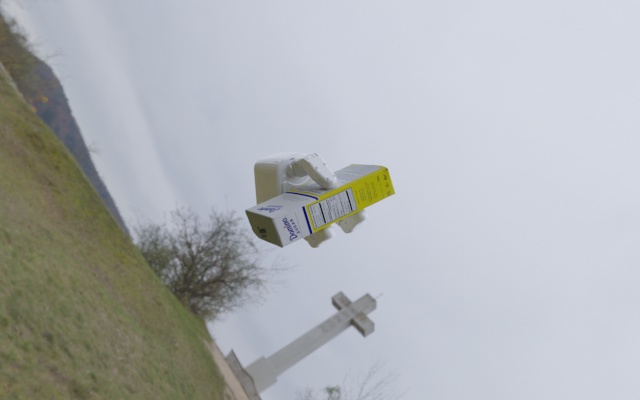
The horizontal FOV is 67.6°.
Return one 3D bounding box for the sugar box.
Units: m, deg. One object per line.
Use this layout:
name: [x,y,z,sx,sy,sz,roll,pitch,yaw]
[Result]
sugar box: [0.000,0.002,0.625,0.176,0.048,0.093,-26,18,-24]
